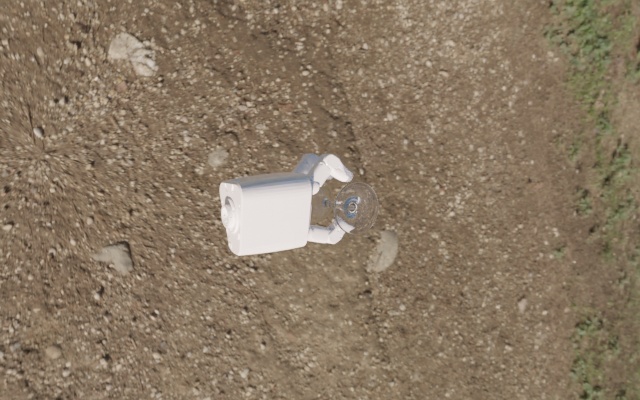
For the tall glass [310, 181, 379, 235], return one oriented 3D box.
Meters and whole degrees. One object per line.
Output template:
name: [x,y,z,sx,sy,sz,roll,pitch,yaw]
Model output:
tall glass: [0.001,0.003,0.744,0.079,0.079,0.201,0,5,-30]
